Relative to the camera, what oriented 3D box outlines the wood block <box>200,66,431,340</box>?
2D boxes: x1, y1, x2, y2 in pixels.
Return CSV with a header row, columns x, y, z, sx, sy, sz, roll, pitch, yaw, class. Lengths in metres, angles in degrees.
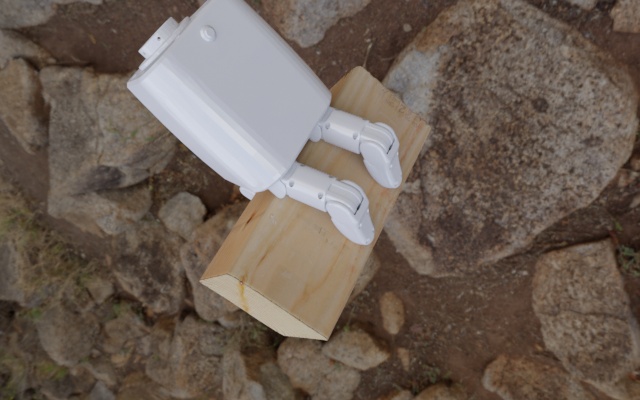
x,y,z,sx,sy,sz,roll,pitch,yaw,class
0.000,0.001,0.405,0.090,0.206,0.091,37,-25,-15,wood block
